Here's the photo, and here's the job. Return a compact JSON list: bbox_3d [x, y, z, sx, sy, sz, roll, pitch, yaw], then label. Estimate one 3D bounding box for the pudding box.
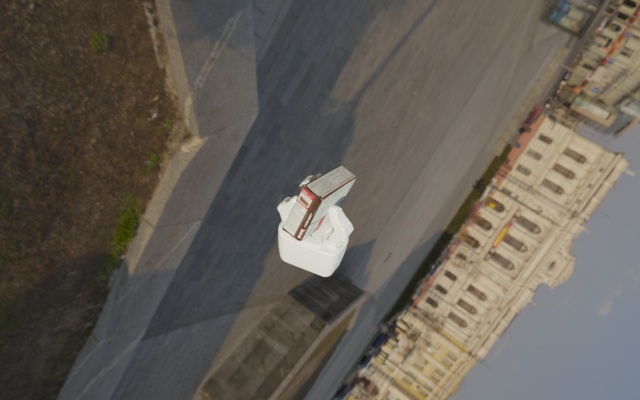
[{"bbox_3d":[0.000,0.003,0.726,0.039,0.090,0.113,36,34,13],"label":"pudding box"}]
